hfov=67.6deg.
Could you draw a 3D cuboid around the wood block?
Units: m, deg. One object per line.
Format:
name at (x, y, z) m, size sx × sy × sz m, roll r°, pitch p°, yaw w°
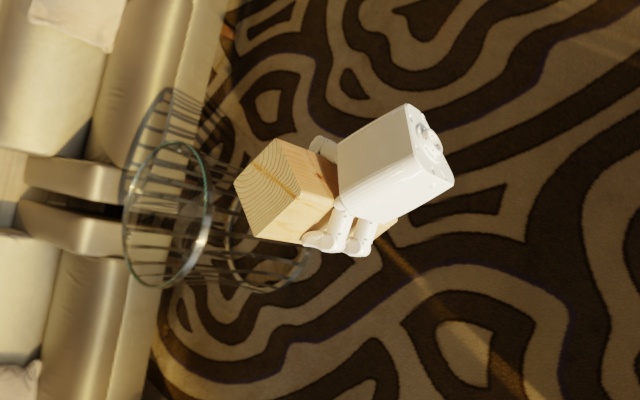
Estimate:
wood block at (0.000, 0.002, 0.643) m, size 0.090 × 0.090 × 0.206 m, roll -42°, pitch -34°, yaw 25°
